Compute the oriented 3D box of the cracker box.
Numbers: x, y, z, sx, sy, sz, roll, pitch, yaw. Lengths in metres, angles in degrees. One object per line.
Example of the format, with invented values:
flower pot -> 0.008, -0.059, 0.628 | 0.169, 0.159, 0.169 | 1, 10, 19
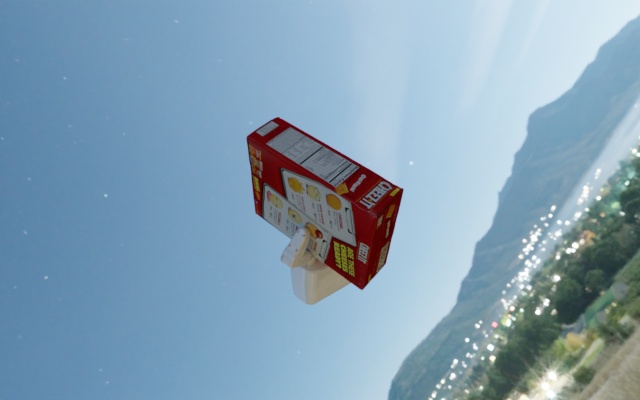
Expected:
cracker box -> 0.000, 0.002, 0.664 | 0.213, 0.164, 0.072 | 32, 55, 23
